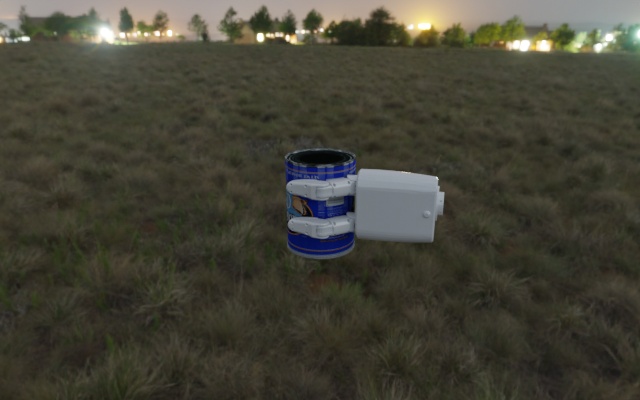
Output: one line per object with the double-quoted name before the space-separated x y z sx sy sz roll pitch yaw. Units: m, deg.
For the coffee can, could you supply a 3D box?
"coffee can" 0.000 0.002 0.707 0.103 0.140 0.102 0 19 0
